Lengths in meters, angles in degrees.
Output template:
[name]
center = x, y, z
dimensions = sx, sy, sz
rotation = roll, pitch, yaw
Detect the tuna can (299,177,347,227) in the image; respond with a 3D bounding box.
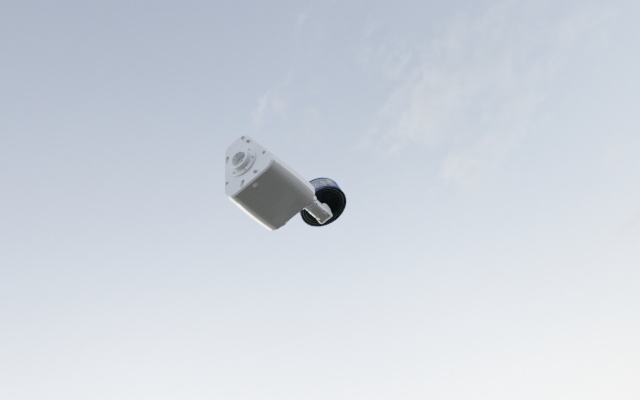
[tuna can]
center = 0.000, 0.002, 0.835
dimensions = 0.086, 0.086, 0.033
rotation = 0, 35, -27
